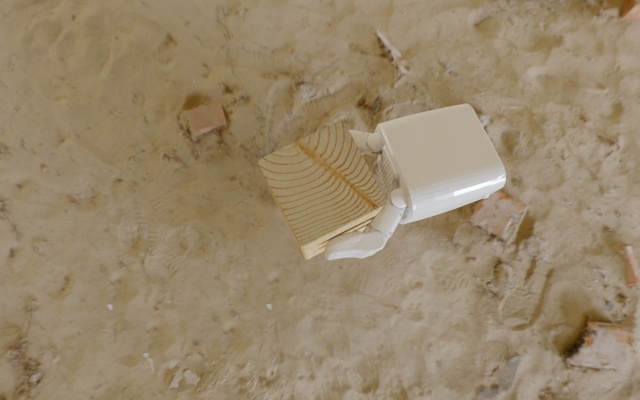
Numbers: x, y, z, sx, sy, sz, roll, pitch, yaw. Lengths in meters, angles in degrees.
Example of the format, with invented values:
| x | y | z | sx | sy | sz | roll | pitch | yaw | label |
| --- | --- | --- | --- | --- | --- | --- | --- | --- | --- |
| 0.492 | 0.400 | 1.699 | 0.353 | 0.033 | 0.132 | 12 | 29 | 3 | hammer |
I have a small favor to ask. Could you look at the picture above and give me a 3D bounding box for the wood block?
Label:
| x | y | z | sx | sy | sz | roll | pitch | yaw | label |
| --- | --- | --- | --- | --- | --- | --- | --- | --- | --- |
| 0.000 | 0.001 | 0.528 | 0.090 | 0.091 | 0.206 | -26 | -9 | -5 | wood block |
